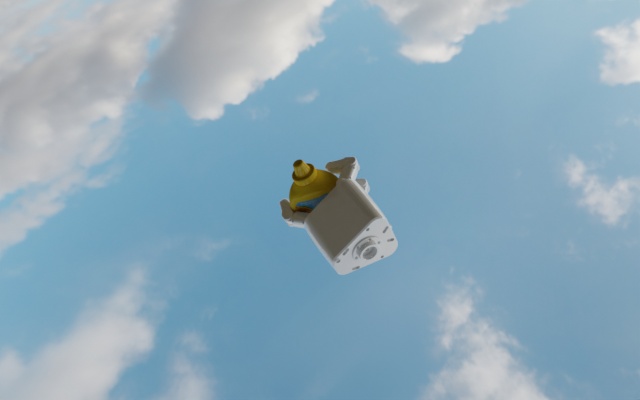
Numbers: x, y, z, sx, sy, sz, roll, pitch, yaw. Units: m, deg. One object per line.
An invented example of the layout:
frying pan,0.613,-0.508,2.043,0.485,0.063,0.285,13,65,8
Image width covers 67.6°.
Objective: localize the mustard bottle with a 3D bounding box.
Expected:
mustard bottle,0.000,0.003,0.818,0.096,0.058,0.192,-17,-46,15
